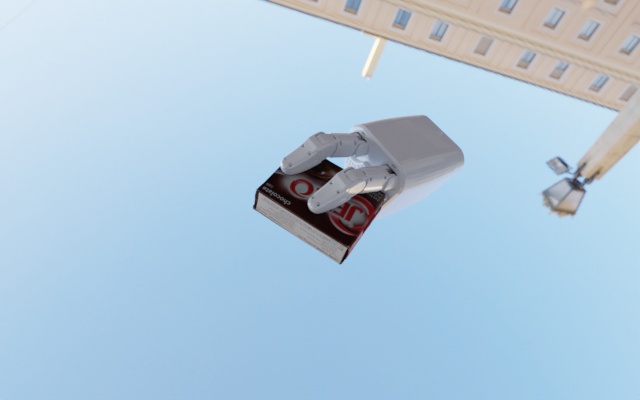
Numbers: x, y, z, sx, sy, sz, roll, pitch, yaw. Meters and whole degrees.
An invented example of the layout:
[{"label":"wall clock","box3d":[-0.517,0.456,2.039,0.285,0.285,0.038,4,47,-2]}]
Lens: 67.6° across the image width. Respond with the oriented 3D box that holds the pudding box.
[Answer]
[{"label":"pudding box","box3d":[0.000,0.002,0.504,0.113,0.039,0.090,30,47,11]}]
